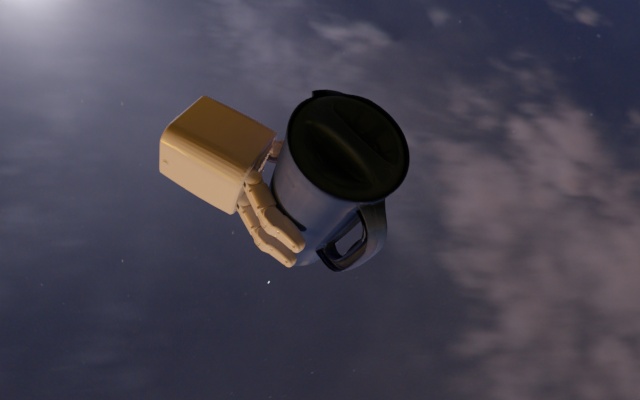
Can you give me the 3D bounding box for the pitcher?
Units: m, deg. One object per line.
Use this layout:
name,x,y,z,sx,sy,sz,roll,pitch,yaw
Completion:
pitcher,0.000,0.002,0.577,0.145,0.149,0.243,28,-32,-3
